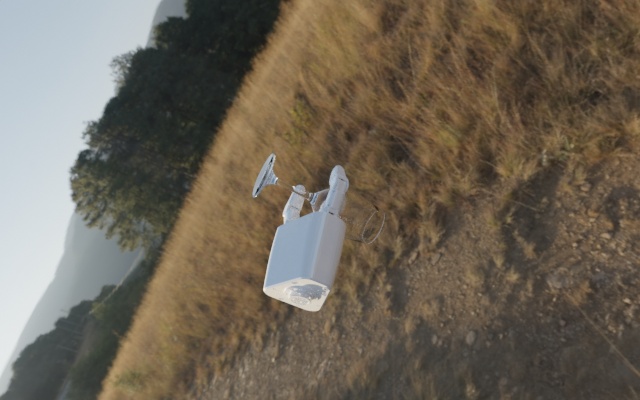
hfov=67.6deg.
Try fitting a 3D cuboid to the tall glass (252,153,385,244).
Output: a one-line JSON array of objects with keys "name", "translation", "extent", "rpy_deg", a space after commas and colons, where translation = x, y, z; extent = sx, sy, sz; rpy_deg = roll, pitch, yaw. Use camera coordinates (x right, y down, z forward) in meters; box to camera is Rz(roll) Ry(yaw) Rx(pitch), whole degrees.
[{"name": "tall glass", "translation": [0.000, 0.002, 0.746], "extent": [0.201, 0.079, 0.079], "rpy_deg": [25, -8, -17]}]
